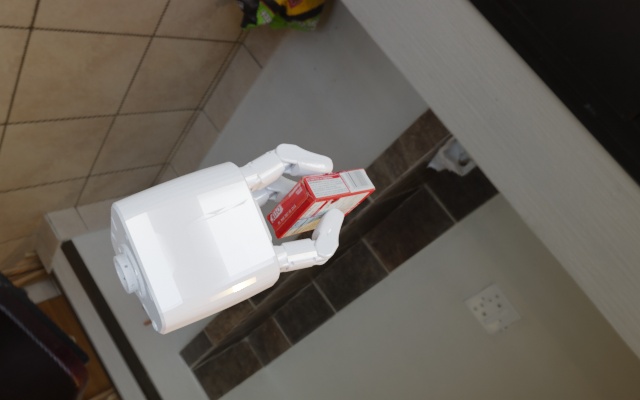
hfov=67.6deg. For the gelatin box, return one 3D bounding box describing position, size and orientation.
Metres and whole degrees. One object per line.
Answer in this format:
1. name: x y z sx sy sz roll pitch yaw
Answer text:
1. gelatin box: 0.001 0.002 0.486 0.089 0.030 0.073 -11 -24 -42
